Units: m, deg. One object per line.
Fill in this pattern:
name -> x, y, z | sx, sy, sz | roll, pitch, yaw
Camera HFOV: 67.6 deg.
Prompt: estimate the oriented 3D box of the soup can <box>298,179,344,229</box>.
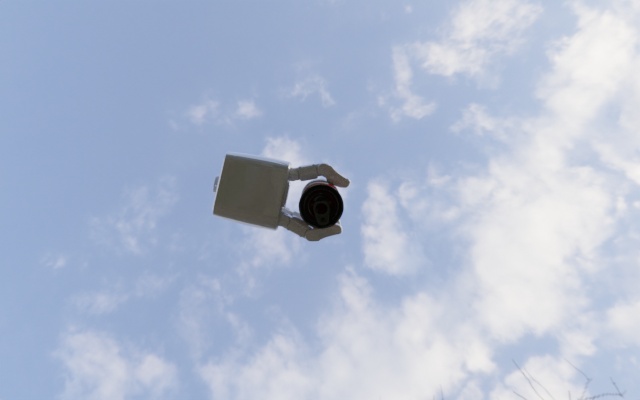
soup can -> 0.001, 0.002, 0.762 | 0.068, 0.068, 0.102 | 0, 8, -1
